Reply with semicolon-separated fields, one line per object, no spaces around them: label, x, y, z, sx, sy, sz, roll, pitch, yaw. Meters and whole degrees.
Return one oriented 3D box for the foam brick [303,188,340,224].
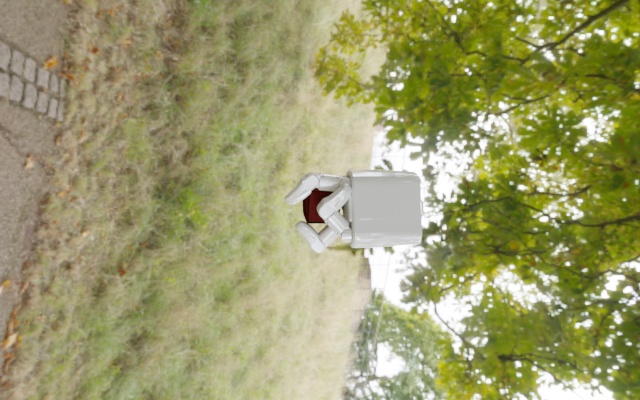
foam brick;0.000;0.002;0.758;0.051;0.053;0.078;-1;14;-7
